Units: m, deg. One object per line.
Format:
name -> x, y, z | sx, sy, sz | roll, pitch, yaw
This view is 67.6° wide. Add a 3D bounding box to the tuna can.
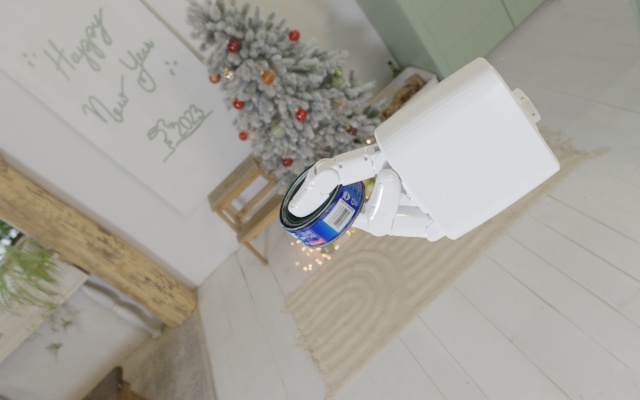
tuna can -> 0.000, 0.001, 0.463 | 0.034, 0.086, 0.086 | 39, -23, -31
